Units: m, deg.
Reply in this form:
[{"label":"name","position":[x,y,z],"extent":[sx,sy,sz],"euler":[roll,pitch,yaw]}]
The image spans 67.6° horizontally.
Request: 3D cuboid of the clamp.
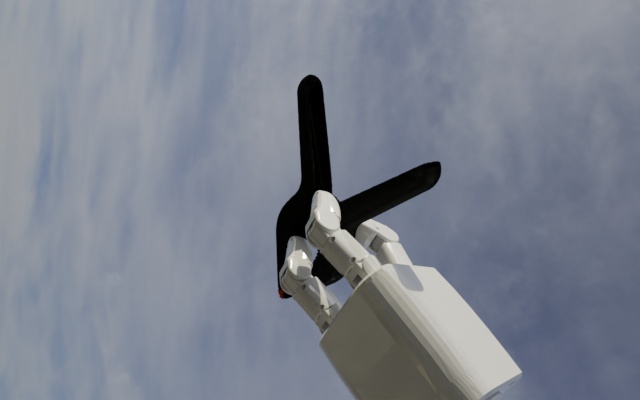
[{"label":"clamp","position":[0.001,0.002,0.441],"extent":[0.036,0.210,0.164],"euler":[-6,45,-43]}]
